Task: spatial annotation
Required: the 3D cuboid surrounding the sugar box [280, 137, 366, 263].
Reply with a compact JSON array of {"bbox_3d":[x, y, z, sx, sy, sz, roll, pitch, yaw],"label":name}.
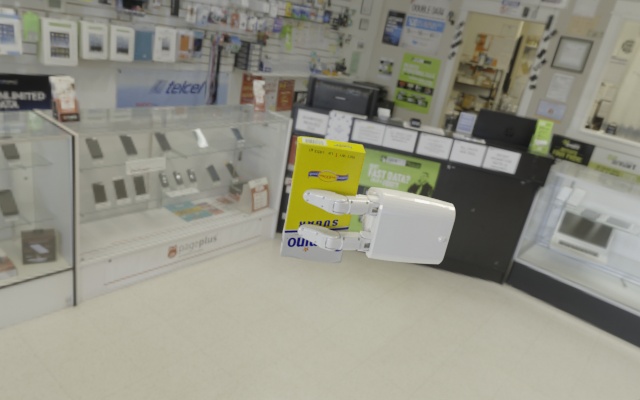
[{"bbox_3d":[0.000,0.002,0.680,0.093,0.176,0.048,8,21,-5],"label":"sugar box"}]
